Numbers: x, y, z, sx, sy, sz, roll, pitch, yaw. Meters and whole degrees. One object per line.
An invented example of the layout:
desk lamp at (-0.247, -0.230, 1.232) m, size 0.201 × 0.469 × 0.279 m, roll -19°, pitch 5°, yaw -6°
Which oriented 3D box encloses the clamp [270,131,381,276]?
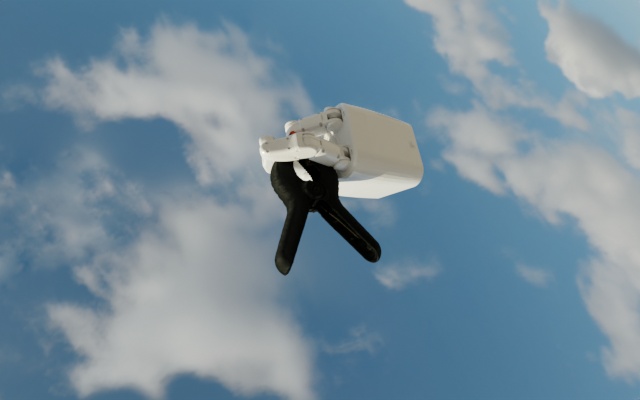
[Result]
clamp at (0.000, 0.002, 0.521) m, size 0.120 × 0.171 × 0.039 m, roll 8°, pitch -32°, yaw -30°
